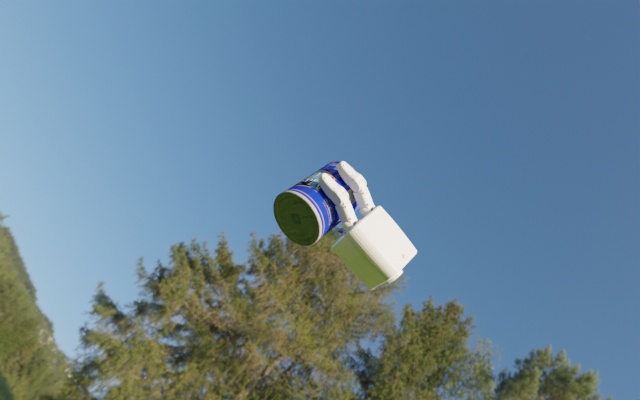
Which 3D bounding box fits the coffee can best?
[{"bbox_3d":[0.000,0.003,0.851,0.103,0.103,0.140,0,25,42],"label":"coffee can"}]
